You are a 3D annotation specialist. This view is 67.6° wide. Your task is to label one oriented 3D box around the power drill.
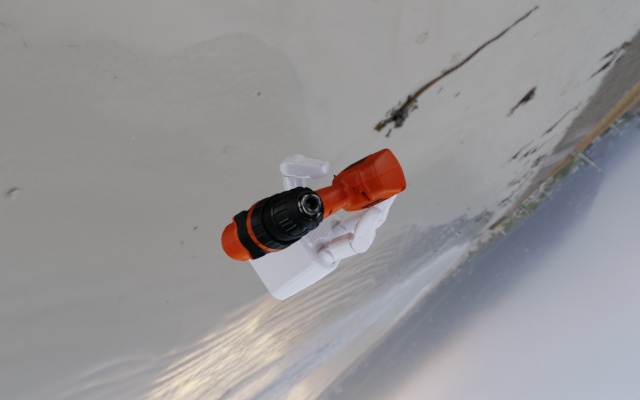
[{"bbox_3d":[0.000,0.002,0.503,0.187,0.057,0.184,-22,-1,-33],"label":"power drill"}]
